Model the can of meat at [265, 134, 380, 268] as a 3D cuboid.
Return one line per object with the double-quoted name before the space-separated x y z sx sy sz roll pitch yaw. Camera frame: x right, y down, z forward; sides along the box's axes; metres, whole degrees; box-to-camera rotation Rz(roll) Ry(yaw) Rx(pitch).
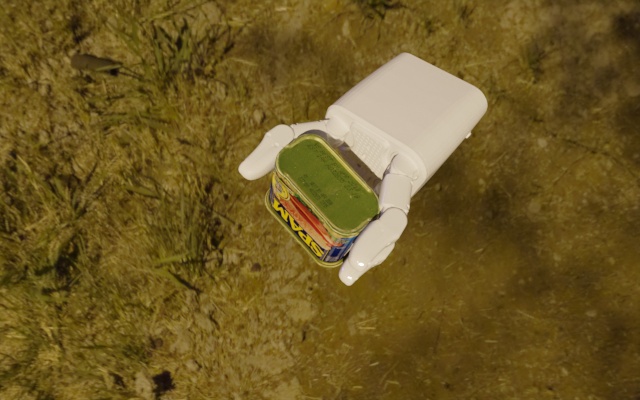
"can of meat" 0.000 0.001 0.427 0.057 0.102 0.084 -39 -12 -22
